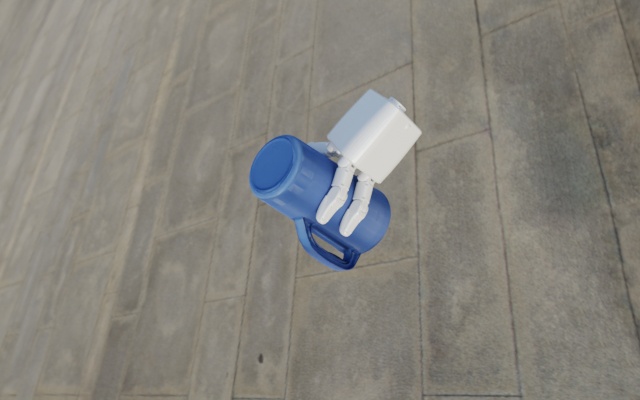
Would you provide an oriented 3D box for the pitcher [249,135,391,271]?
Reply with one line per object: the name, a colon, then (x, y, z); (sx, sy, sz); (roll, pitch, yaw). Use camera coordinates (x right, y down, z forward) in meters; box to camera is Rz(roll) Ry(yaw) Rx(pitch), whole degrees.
pitcher: (0.000, 0.002, 0.786); (0.243, 0.145, 0.149); (32, 14, -44)
